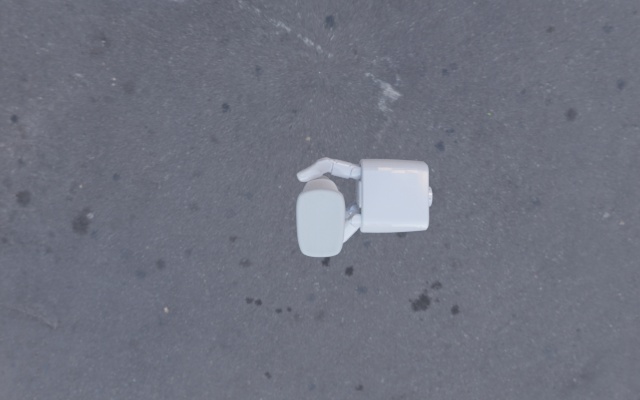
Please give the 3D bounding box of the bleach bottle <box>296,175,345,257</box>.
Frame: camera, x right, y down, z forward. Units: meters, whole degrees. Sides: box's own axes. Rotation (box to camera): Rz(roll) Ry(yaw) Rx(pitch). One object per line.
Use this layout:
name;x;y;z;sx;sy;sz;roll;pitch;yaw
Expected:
bleach bottle;0.000;0.003;0.774;0.068;0.102;0.250;0;15;0
